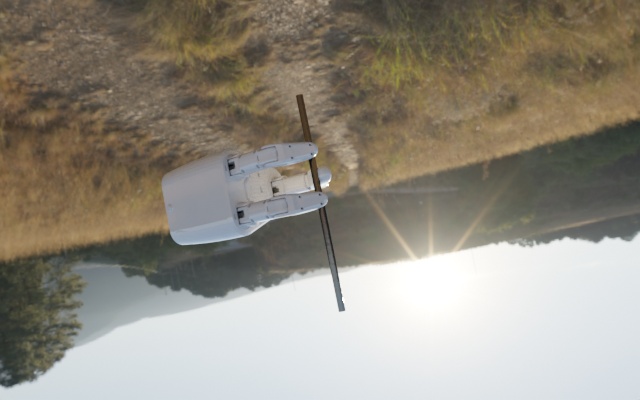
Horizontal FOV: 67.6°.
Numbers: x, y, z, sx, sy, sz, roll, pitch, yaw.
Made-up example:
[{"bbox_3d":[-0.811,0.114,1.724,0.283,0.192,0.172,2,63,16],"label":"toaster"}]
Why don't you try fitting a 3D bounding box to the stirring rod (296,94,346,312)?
[{"bbox_3d":[0.000,0.002,0.522,0.011,0.239,0.011,-11,-3,-1],"label":"stirring rod"}]
